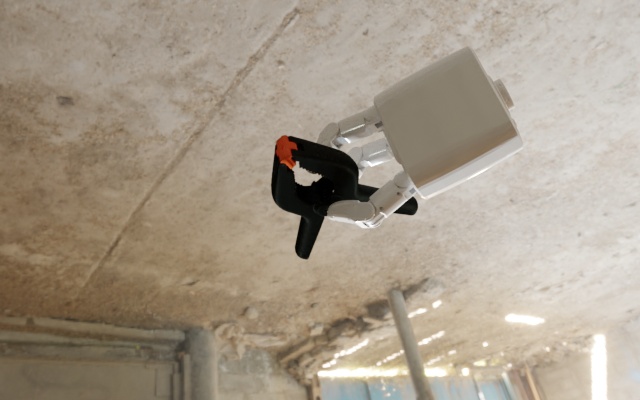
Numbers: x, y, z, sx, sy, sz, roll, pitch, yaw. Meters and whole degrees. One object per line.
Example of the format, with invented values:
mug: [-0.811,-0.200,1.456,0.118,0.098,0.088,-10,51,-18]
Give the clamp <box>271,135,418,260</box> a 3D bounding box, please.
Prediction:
clamp: [0.000,0.002,0.528,0.164,0.036,0.210,-29,-36,19]
